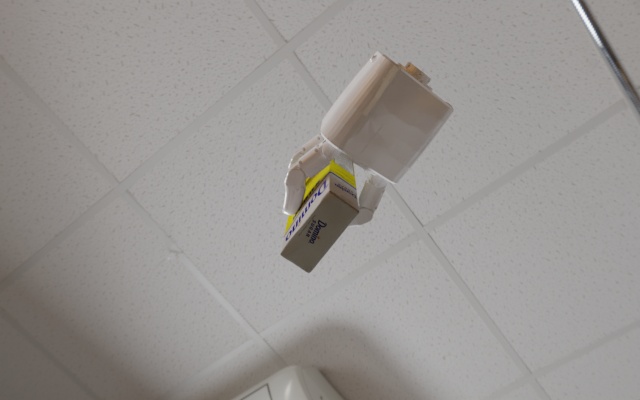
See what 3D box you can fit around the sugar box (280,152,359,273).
[{"bbox_3d":[0.000,0.001,0.572,0.048,0.093,0.176,35,18,-9],"label":"sugar box"}]
